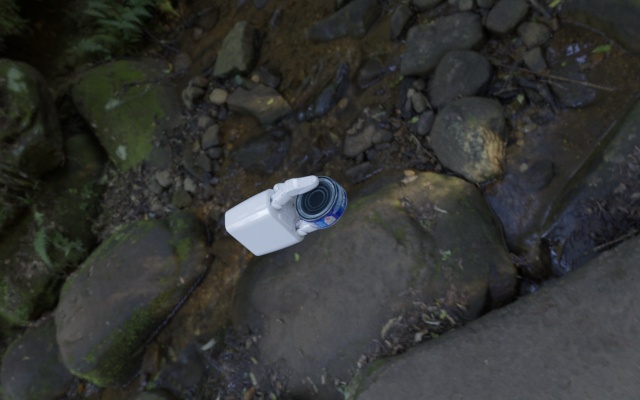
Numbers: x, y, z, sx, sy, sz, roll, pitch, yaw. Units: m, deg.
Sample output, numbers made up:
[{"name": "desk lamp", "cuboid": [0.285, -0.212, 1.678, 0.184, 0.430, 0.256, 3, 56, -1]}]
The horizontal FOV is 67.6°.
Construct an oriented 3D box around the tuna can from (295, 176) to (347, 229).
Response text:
[{"name": "tuna can", "cuboid": [0.000, 0.002, 0.804, 0.086, 0.086, 0.034, 0, -25, 35]}]
